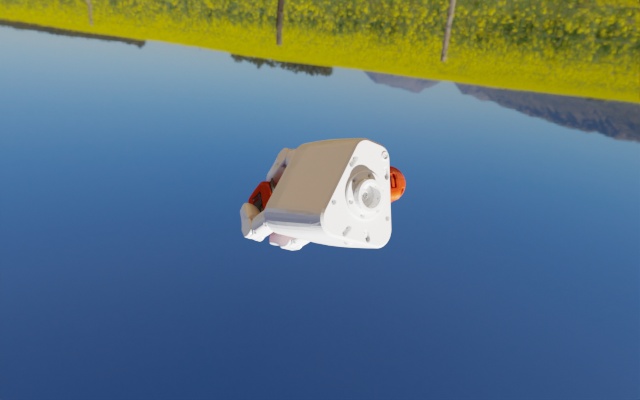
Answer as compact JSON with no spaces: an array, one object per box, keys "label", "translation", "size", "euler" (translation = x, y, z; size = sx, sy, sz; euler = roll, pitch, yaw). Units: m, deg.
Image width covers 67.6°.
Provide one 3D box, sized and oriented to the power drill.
[{"label":"power drill","translation":[0.000,0.002,0.656],"size":[0.187,0.057,0.184],"euler":[-9,-11,-20]}]
